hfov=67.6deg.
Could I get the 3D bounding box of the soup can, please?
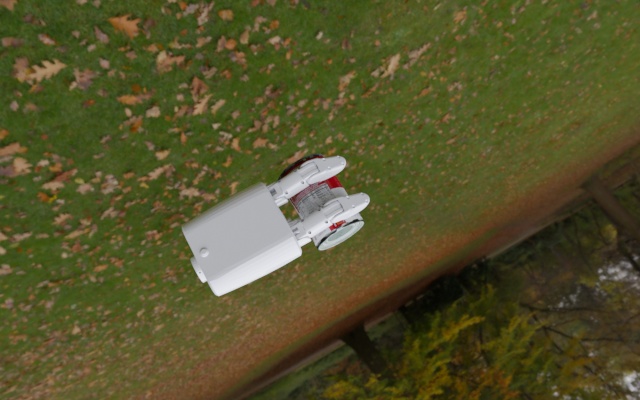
[{"bbox_3d":[0.001,0.002,0.595,0.068,0.102,0.068,-28,-17,-10],"label":"soup can"}]
